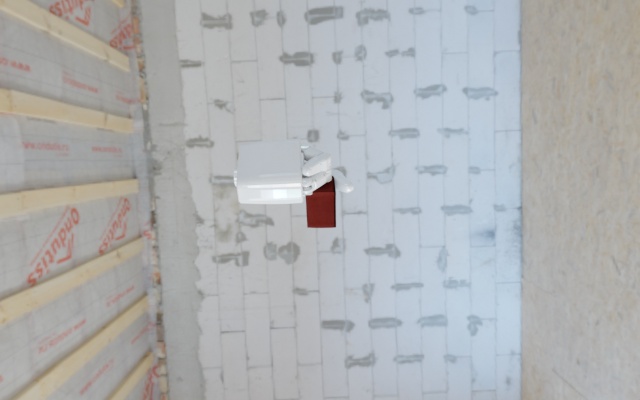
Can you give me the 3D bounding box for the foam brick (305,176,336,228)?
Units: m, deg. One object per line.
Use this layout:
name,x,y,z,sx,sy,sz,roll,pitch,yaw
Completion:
foam brick,0.000,0.003,0.833,0.051,0.078,0.053,-3,34,-1
